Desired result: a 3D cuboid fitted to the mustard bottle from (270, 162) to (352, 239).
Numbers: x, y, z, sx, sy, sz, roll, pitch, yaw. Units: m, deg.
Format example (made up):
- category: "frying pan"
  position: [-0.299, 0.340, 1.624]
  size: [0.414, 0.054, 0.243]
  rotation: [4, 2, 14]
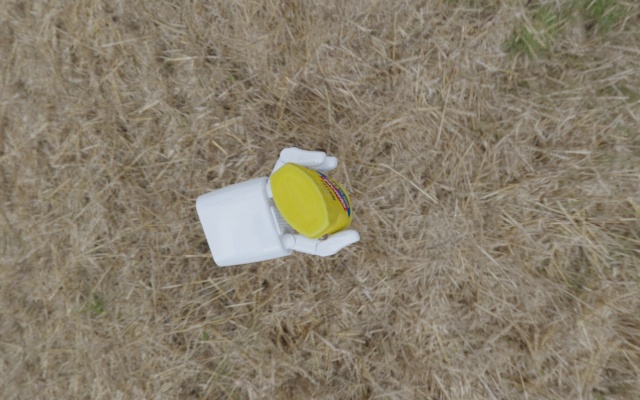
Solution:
- category: "mustard bottle"
  position: [0.000, 0.002, 0.652]
  size: [0.058, 0.096, 0.191]
  rotation: [-38, -11, 12]
